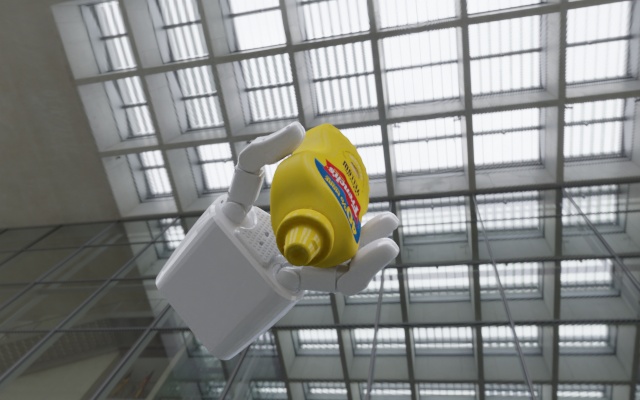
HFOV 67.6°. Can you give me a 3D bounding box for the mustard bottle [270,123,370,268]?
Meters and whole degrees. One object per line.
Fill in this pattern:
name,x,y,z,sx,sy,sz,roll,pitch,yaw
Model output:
mustard bottle,0.000,0.001,0.402,0.058,0.096,0.191,-21,16,18
